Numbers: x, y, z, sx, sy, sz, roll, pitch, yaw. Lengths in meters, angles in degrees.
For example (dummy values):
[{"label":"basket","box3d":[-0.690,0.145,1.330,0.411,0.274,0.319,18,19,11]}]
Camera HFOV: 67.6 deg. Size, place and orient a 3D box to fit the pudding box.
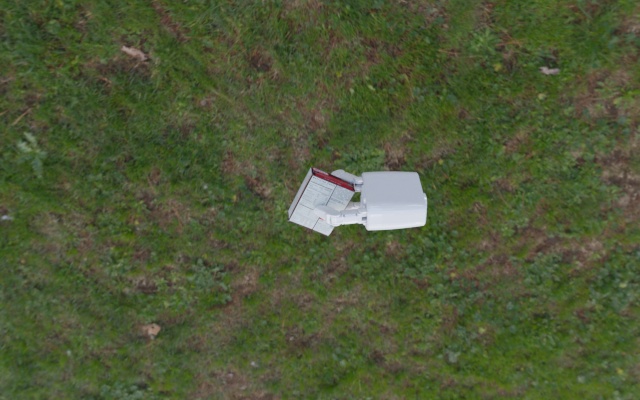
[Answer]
[{"label":"pudding box","box3d":[0.000,0.003,0.894,0.090,0.113,0.039,22,25,-14]}]
